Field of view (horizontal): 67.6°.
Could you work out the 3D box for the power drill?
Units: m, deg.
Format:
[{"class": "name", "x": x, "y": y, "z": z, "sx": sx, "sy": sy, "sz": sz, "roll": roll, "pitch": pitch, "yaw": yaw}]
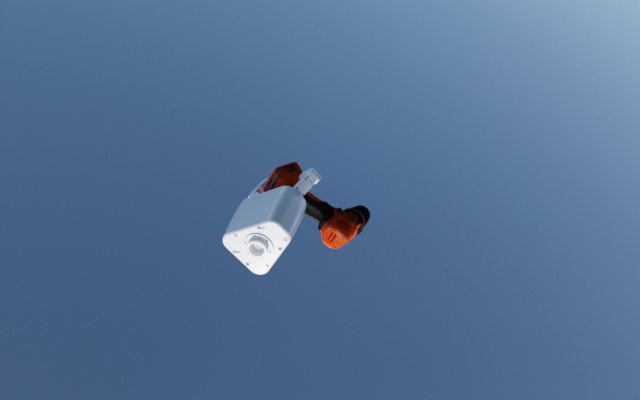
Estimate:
[{"class": "power drill", "x": 0.000, "y": 0.003, "z": 0.893, "sx": 0.187, "sy": 0.057, "sz": 0.184, "roll": 36, "pitch": 20, "yaw": 11}]
